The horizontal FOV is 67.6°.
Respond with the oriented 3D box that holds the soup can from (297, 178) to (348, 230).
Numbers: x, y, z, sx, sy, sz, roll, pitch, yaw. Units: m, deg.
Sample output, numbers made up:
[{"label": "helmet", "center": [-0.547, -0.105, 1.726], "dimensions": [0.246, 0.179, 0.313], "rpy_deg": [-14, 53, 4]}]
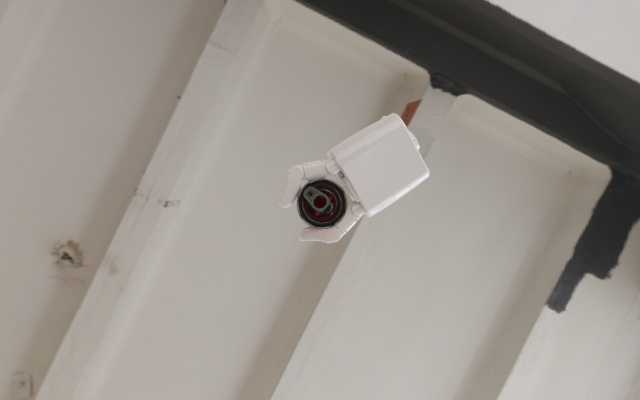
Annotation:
[{"label": "soup can", "center": [0.000, 0.003, 0.681], "dimensions": [0.068, 0.068, 0.102], "rpy_deg": [0, 3, -2]}]
